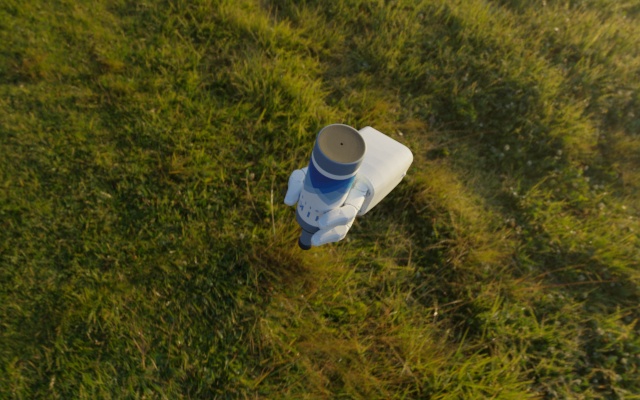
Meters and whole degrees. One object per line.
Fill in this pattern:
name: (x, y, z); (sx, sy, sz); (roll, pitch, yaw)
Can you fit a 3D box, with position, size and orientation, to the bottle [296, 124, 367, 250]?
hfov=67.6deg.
bottle: (0.000, 0.002, 0.734); (0.069, 0.069, 0.296); (0, -31, -12)
